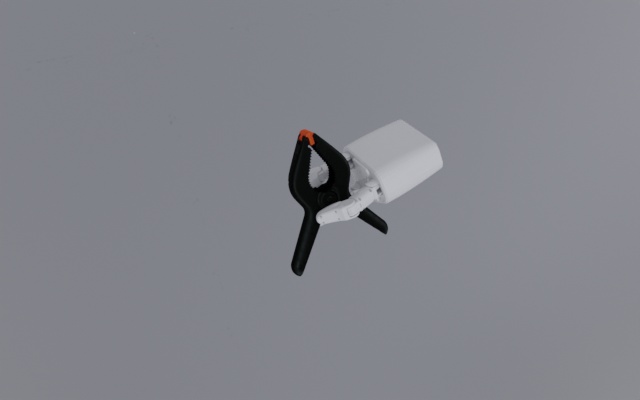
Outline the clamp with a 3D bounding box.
[{"bbox_3d":[0.000,0.002,0.690,0.164,0.210,0.036,-31,27,-13],"label":"clamp"}]
